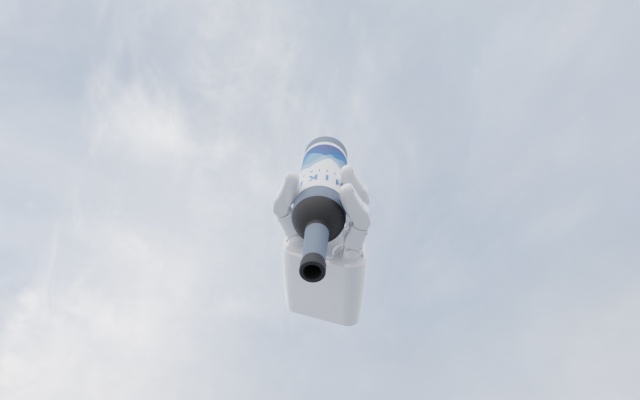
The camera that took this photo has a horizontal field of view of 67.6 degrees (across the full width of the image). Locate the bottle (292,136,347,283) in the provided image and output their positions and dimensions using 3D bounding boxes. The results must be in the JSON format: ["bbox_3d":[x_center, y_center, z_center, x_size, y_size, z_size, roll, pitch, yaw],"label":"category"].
[{"bbox_3d":[0.000,0.002,0.610,0.069,0.069,0.295,0,29,4],"label":"bottle"}]
